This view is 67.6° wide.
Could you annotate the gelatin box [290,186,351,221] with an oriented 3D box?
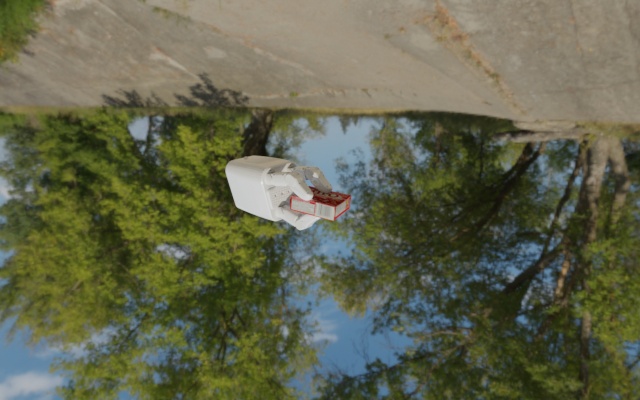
[{"bbox_3d":[0.000,0.003,0.855,0.089,0.030,0.073,14,22,23],"label":"gelatin box"}]
